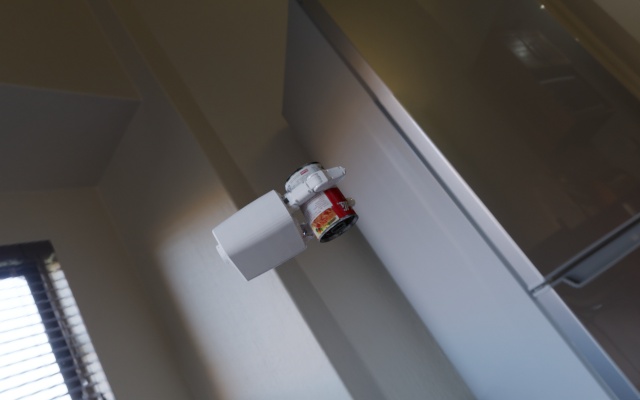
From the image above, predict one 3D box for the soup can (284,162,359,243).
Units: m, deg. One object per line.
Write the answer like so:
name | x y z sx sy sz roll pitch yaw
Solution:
soup can | 0.000 0.002 0.705 0.068 0.102 0.068 -30 -19 -12
